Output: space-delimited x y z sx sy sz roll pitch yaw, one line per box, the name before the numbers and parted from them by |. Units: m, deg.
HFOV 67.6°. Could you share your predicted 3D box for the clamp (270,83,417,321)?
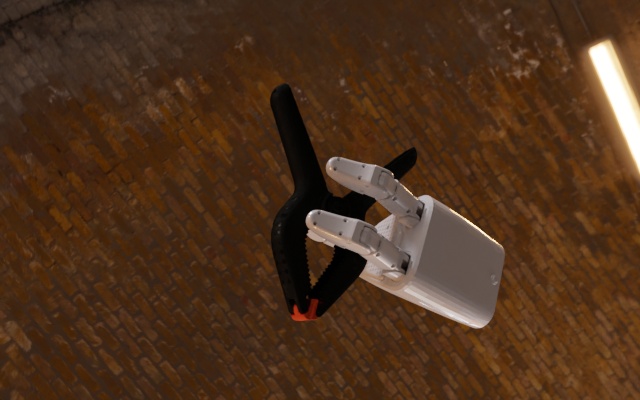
clamp | 0.000 0.002 0.438 0.164 0.210 0.036 28 -25 -17
